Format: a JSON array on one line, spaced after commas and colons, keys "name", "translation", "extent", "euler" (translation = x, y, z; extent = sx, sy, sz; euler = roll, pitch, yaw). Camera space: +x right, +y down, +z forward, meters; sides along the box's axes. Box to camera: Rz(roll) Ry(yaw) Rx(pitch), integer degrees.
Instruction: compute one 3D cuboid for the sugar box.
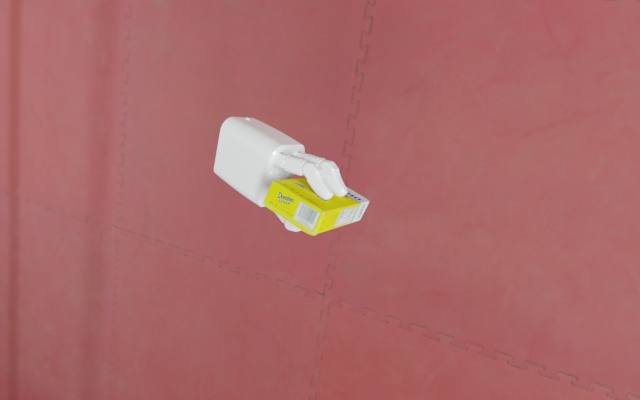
[{"name": "sugar box", "translation": [0.000, 0.002, 0.733], "extent": [0.093, 0.048, 0.176], "euler": [32, 20, 19]}]
